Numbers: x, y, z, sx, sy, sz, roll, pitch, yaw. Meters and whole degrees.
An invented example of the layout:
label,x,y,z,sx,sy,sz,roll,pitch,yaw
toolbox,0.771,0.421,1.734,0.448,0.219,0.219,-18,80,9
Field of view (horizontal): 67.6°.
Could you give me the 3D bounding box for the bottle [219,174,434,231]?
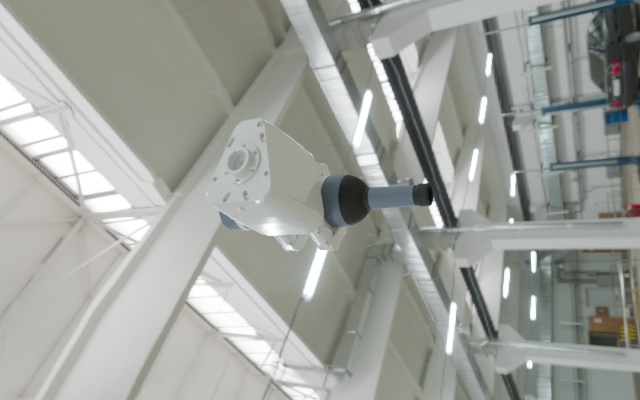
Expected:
label,x,y,z,sx,sy,sz,roll,pitch,yaw
bottle,0.000,0.002,0.627,0.296,0.069,0.069,-4,-2,30
